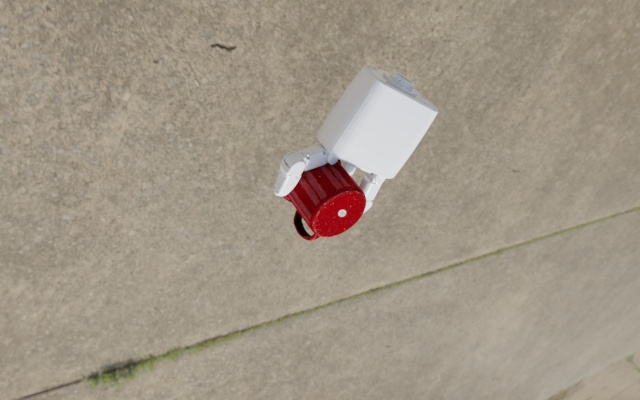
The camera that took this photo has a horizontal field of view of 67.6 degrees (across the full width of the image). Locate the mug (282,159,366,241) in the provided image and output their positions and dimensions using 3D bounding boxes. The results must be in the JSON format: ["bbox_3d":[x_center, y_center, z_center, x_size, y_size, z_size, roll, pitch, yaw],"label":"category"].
[{"bbox_3d":[-0.001,0.003,0.623,0.093,0.117,0.081,7,35,-42],"label":"mug"}]
